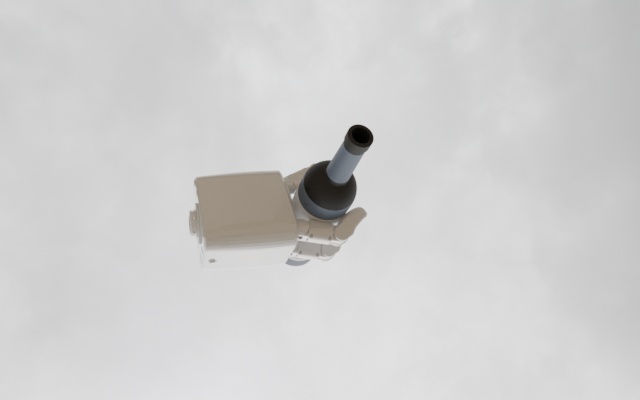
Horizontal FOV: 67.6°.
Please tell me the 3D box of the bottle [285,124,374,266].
[{"bbox_3d":[0.000,0.002,0.593,0.069,0.069,0.296,0,-27,-18],"label":"bottle"}]
